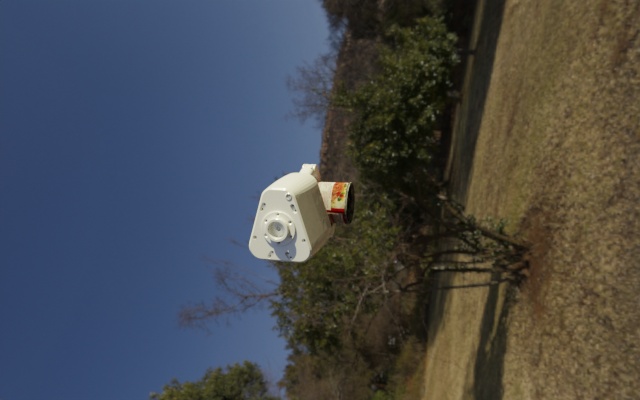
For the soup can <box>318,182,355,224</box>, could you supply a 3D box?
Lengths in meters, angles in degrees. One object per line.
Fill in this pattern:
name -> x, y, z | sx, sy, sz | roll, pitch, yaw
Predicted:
soup can -> 0.000, 0.002, 0.786 | 0.102, 0.068, 0.068 | 3, 1, 14
